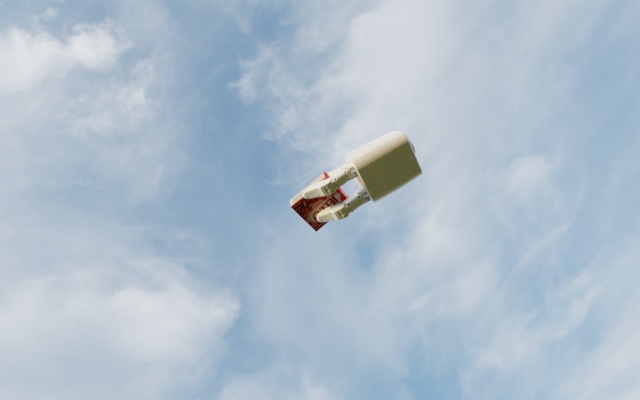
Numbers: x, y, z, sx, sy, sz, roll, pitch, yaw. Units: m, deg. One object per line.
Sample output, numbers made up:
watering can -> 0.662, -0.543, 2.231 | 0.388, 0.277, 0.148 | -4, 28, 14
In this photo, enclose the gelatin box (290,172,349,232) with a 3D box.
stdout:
gelatin box -> 0.000, 0.003, 0.876 | 0.089, 0.073, 0.030 | -39, 25, 11
